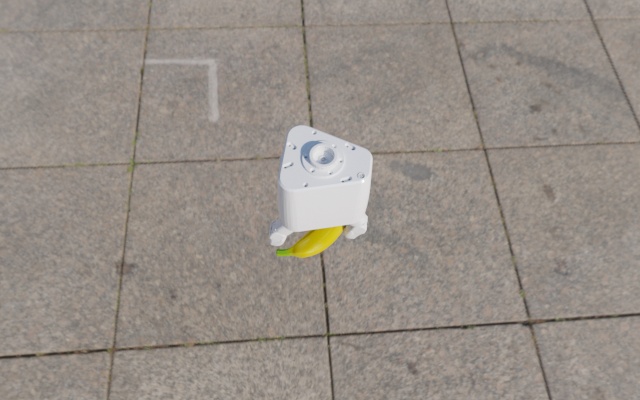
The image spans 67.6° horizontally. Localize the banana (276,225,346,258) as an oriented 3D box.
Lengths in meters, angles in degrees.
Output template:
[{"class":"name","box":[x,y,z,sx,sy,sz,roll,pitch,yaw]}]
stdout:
[{"class":"banana","box":[0.014,0.014,0.717,0.069,0.197,0.037,29,-22,15]}]
